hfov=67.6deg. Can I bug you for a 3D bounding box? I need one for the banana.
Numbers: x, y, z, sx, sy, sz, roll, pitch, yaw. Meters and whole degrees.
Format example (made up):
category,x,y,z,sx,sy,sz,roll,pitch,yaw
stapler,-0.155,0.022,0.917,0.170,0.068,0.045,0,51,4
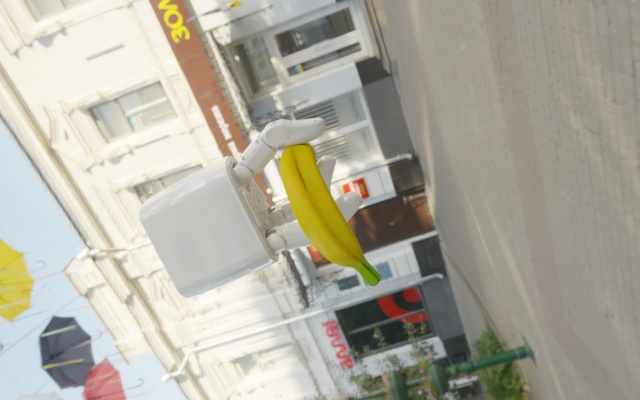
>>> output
category,x,y,z,sx,sy,sz,roll,pitch,yaw
banana,-0.007,-0.006,0.437,0.037,0.197,0.070,-32,-44,8
